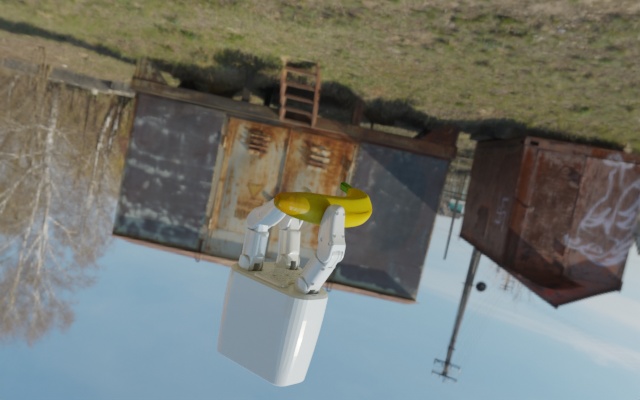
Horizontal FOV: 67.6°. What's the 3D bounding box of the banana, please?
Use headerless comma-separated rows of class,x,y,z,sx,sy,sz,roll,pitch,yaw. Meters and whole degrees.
banana,0.018,0.007,0.559,0.069,0.037,0.198,20,11,21
